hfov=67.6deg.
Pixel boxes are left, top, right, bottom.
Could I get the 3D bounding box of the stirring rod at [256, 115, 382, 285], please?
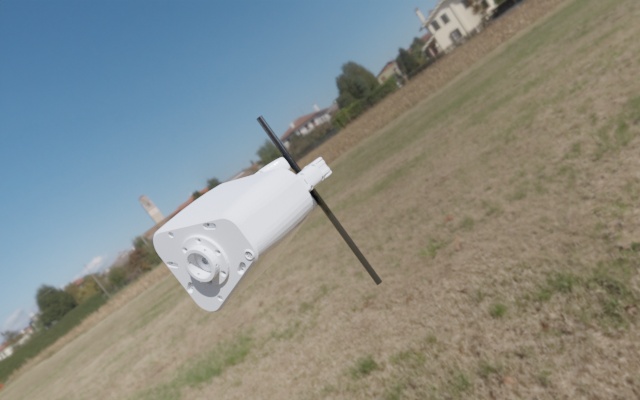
[{"bbox_3d":[0.000,0.002,0.558,0.011,0.239,0.011,-36,6,4],"label":"stirring rod"}]
